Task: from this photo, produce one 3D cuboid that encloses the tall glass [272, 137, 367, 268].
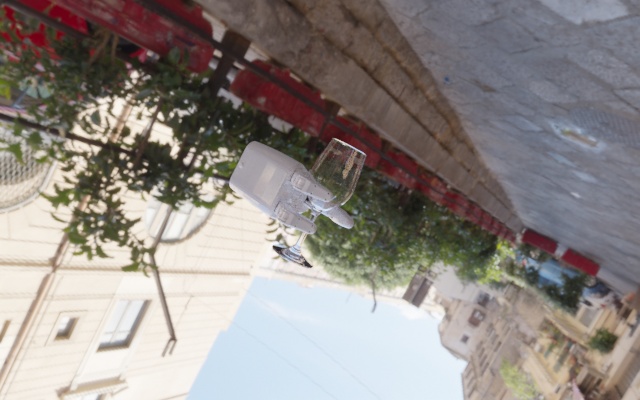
[{"bbox_3d":[0.000,0.003,0.760,0.079,0.201,0.079,27,6,-3],"label":"tall glass"}]
